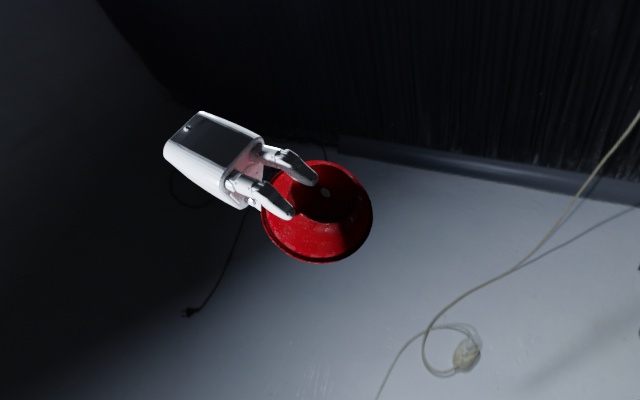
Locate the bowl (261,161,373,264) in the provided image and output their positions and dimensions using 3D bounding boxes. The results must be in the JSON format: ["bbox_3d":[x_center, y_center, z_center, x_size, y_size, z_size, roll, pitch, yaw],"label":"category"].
[{"bbox_3d":[0.001,0.002,0.656,0.162,0.162,0.055,0,-27,-11],"label":"bowl"}]
